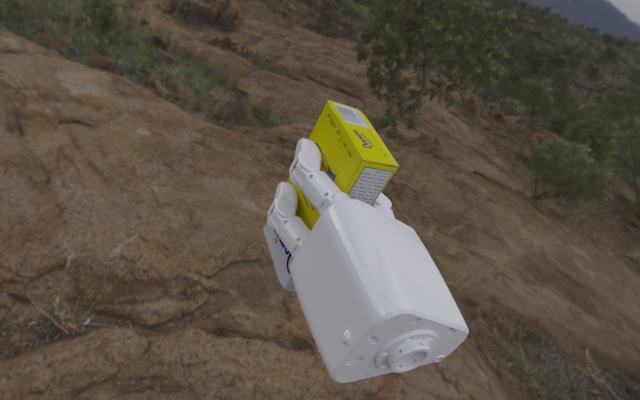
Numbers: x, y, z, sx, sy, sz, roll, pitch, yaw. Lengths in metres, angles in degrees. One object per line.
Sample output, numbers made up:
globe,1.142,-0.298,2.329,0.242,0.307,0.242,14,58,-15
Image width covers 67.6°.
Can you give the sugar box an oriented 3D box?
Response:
sugar box,0.000,0.001,0.472,0.048,0.176,0.093,9,38,-32
